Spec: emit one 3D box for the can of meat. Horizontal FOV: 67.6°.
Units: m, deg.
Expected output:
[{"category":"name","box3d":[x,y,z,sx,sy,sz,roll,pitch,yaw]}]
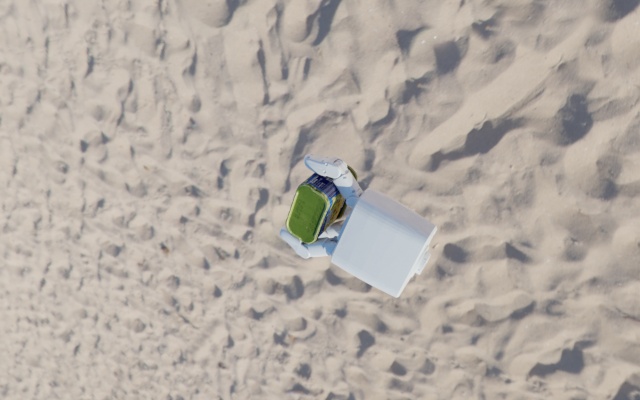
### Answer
[{"category":"can of meat","box3d":[0.000,0.002,0.684,0.057,0.102,0.084,32,40,14]}]
